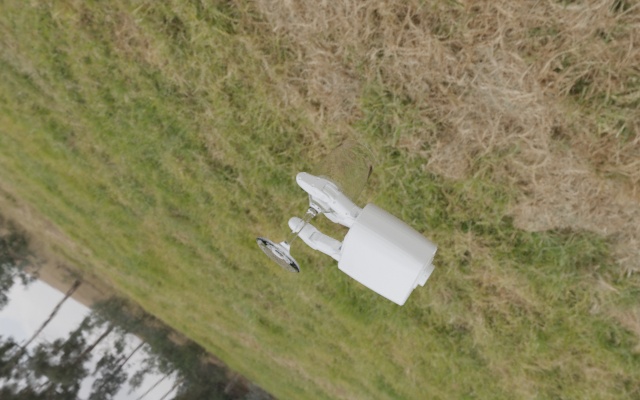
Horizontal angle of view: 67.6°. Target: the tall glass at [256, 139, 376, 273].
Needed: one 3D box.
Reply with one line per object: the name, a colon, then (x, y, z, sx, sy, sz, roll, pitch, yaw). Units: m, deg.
tall glass: (0.000, 0.003, 0.679, 0.079, 0.201, 0.079, 32, -23, 15)
